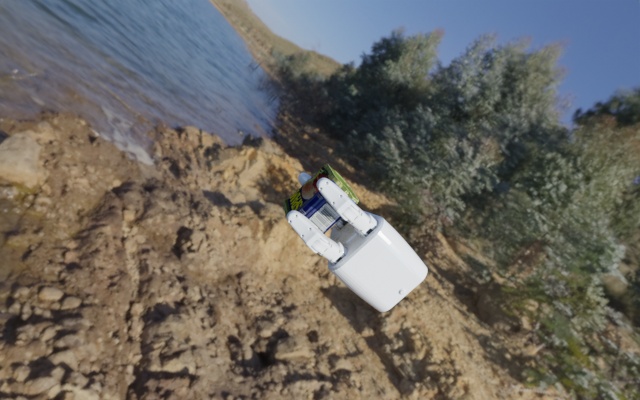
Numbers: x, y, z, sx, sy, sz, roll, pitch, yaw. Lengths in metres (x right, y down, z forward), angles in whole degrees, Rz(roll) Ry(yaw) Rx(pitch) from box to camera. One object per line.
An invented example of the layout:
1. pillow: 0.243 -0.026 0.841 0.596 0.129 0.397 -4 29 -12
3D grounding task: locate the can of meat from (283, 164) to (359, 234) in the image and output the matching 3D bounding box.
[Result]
1. can of meat: 0.000 0.002 0.646 0.084 0.057 0.102 -43 17 7
